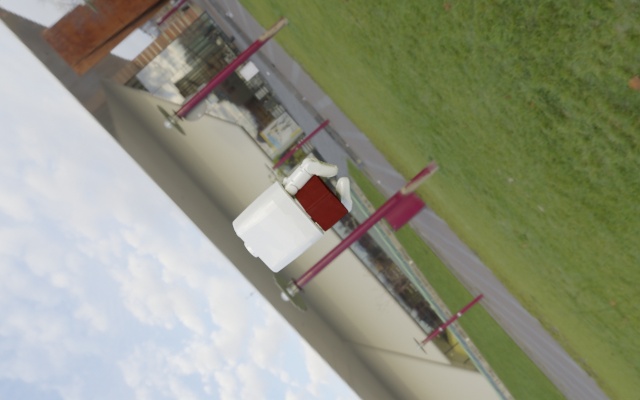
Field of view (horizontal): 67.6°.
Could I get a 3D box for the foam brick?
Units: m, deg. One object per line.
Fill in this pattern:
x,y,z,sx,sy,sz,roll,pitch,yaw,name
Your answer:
0.000,0.003,0.765,0.053,0.051,0.078,48,2,-31,foam brick
